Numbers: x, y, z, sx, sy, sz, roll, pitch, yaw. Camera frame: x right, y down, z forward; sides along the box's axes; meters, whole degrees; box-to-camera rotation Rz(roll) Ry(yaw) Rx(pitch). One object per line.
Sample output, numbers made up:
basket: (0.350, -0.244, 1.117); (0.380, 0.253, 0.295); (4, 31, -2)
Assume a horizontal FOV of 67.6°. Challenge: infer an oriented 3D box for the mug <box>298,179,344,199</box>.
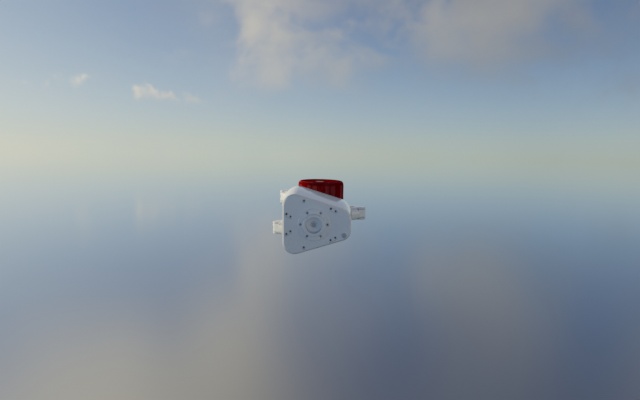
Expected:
mug: (0.000, 0.002, 0.872); (0.093, 0.081, 0.117); (1, 7, 0)
